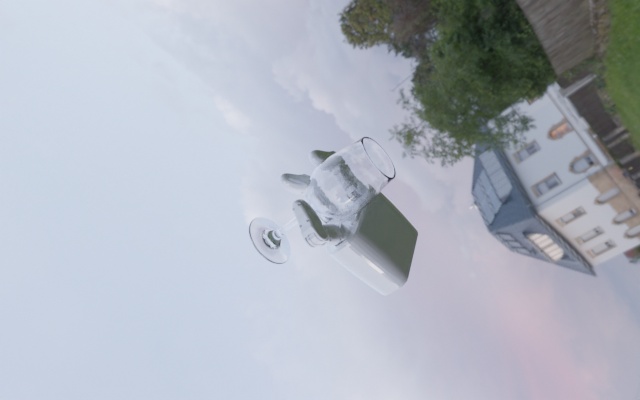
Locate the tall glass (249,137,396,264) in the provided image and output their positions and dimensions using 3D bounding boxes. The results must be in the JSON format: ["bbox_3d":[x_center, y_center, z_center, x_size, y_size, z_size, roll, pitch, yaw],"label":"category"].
[{"bbox_3d":[-0.001,0.002,0.613,0.201,0.079,0.079,-38,-20,28],"label":"tall glass"}]
